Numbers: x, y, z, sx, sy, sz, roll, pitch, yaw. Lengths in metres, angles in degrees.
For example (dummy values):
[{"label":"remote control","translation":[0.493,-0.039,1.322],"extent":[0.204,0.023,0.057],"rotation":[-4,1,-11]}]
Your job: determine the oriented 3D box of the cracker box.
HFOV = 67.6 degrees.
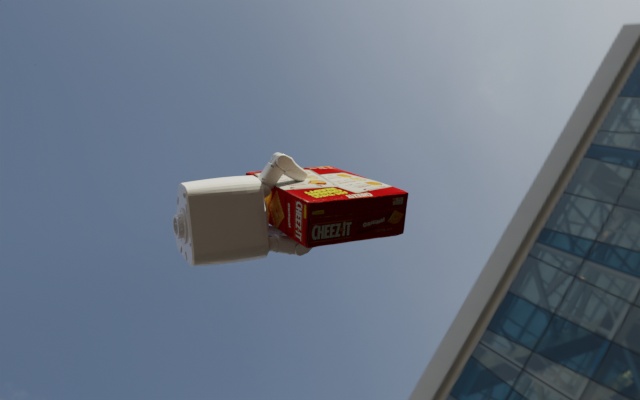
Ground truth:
[{"label":"cracker box","translation":[0.000,0.002,0.724],"extent":[0.164,0.072,0.213],"rotation":[-6,17,-29]}]
